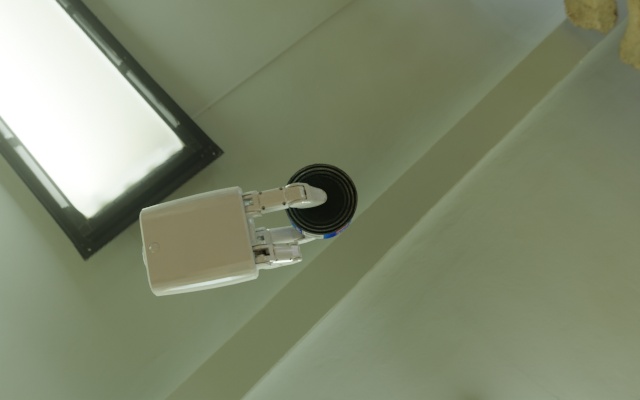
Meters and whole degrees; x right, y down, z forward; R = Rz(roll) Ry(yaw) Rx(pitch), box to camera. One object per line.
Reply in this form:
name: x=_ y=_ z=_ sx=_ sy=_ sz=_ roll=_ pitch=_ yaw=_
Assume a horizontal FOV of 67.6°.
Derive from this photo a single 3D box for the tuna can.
tuna can: x=0.000 y=0.002 z=0.565 sx=0.086 sy=0.086 sz=0.034 roll=0 pitch=-16 yaw=0
